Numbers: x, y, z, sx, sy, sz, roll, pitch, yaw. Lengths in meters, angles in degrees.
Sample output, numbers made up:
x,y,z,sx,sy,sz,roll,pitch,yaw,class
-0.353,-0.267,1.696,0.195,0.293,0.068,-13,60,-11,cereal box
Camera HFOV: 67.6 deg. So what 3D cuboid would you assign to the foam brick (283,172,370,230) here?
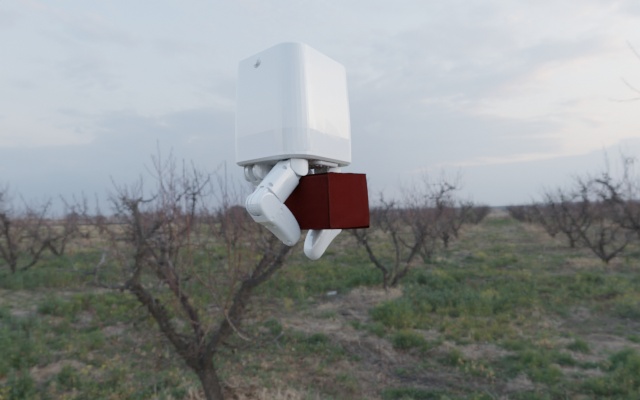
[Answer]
x,y,z,sx,sy,sz,roll,pitch,yaw,class
0.000,0.002,0.450,0.053,0.051,0.078,1,-3,-43,foam brick
